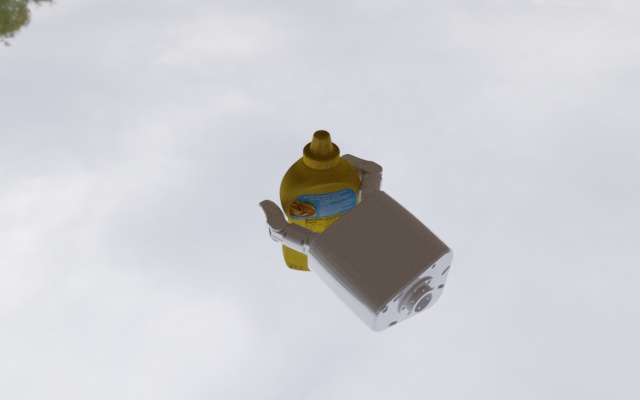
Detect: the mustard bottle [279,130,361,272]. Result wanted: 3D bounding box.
[{"bbox_3d":[0.000,0.002,0.565,0.096,0.192,0.058,-8,43,-10],"label":"mustard bottle"}]
